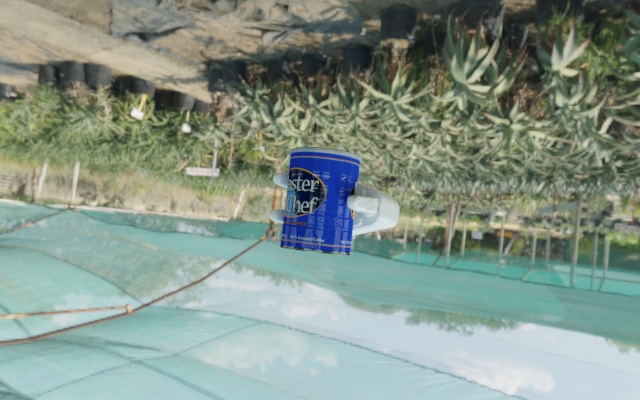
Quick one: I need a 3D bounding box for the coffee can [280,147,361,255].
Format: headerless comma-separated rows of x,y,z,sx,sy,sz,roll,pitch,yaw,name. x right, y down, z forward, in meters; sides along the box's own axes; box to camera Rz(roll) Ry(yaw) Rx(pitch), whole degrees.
0.000,0.002,0.680,0.103,0.140,0.103,6,-4,0,coffee can
